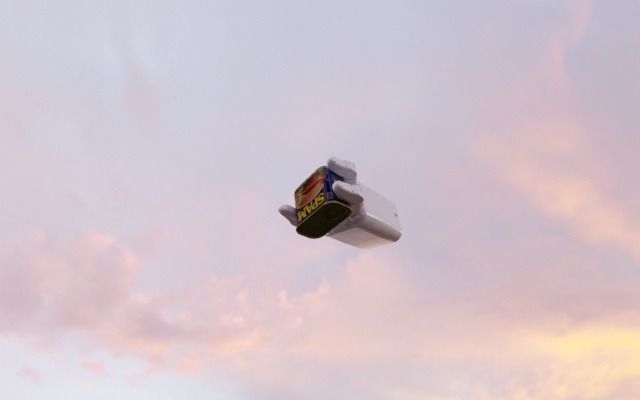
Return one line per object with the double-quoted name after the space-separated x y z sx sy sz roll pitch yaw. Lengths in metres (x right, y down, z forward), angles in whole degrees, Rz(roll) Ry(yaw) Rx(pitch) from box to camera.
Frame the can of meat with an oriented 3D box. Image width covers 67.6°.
0.000 0.002 0.814 0.057 0.084 0.102 23 -47 -34 "can of meat"
